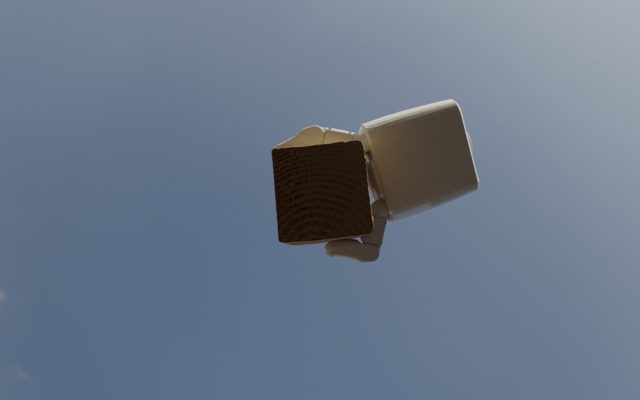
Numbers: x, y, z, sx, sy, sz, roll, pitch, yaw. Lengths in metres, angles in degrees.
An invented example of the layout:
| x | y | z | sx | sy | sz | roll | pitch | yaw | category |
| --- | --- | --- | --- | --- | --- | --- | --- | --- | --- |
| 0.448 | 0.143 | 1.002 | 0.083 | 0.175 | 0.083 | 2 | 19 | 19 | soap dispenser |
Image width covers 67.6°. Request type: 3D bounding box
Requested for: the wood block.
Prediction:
| x | y | z | sx | sy | sz | roll | pitch | yaw | category |
| --- | --- | --- | --- | --- | --- | --- | --- | --- | --- |
| 0.001 | 0.002 | 0.542 | 0.090 | 0.091 | 0.206 | -6 | -6 | -1 | wood block |
